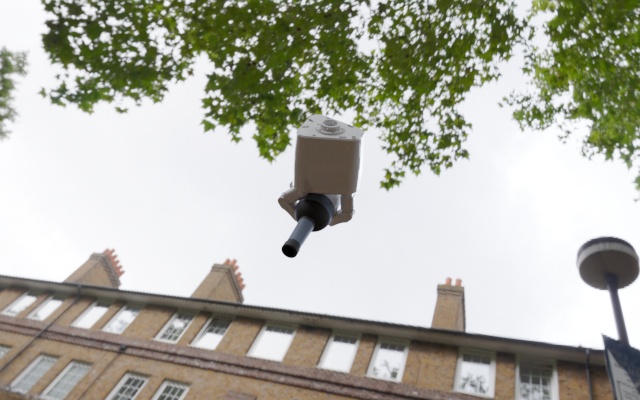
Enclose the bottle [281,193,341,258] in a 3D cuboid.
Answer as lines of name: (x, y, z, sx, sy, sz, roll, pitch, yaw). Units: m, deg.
bottle: (0.000, 0.003, 0.861, 0.069, 0.069, 0.295, 0, 32, 23)
